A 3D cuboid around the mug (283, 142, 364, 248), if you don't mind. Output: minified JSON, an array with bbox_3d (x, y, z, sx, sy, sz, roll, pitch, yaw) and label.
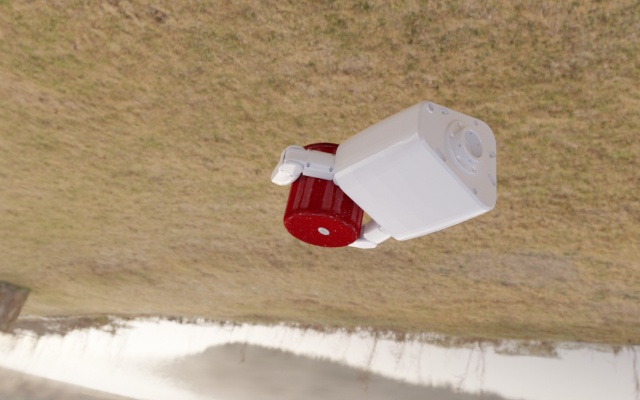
[{"bbox_3d":[-0.001,0.002,0.520,0.093,0.081,0.117,28,-32,-27],"label":"mug"}]
